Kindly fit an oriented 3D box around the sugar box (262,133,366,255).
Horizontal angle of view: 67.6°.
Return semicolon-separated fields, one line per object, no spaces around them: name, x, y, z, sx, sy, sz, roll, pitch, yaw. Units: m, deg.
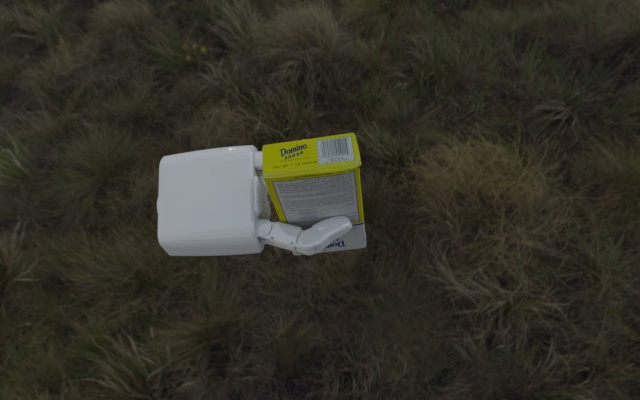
sugar box;0.000;0.001;0.522;0.093;0.048;0.176;-6;-29;3
